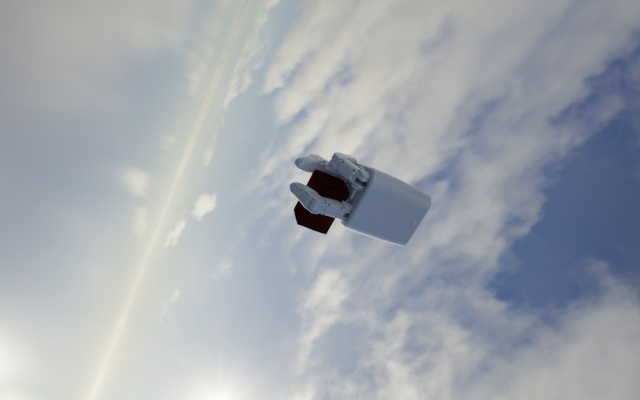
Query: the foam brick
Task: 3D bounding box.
[{"bbox_3d":[0.000,0.003,0.726,0.051,0.078,0.053,21,22,-19],"label":"foam brick"}]
